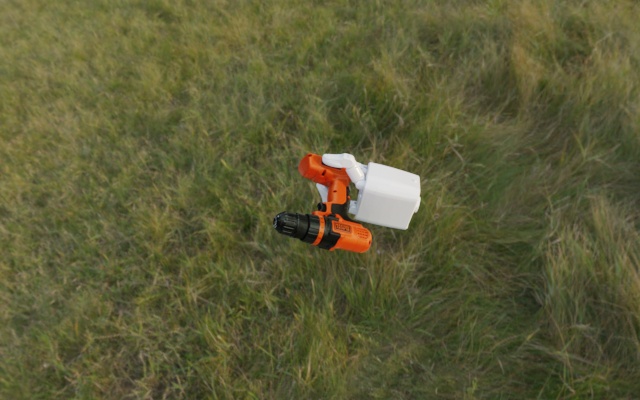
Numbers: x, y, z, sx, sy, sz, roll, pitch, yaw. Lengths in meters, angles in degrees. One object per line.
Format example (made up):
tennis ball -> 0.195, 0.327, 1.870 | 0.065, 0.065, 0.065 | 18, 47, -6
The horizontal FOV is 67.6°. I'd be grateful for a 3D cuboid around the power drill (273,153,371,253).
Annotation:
power drill -> 0.000, 0.003, 0.880 | 0.184, 0.187, 0.057 | 16, -41, -23
